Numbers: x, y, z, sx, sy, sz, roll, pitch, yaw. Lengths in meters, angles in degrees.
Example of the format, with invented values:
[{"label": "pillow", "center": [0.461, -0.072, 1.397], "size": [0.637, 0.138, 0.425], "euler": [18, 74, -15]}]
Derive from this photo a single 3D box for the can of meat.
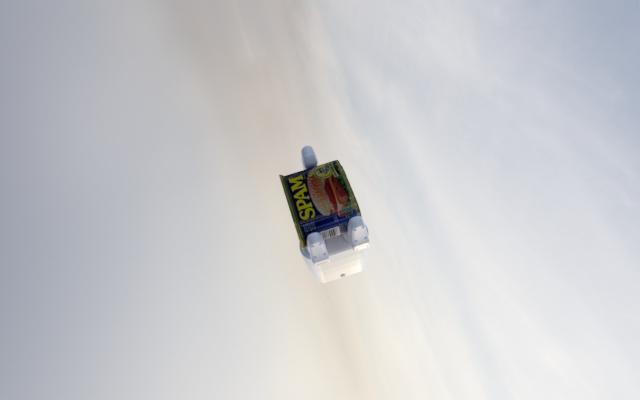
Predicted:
[{"label": "can of meat", "center": [0.000, 0.002, 0.625], "size": [0.084, 0.102, 0.057], "euler": [-18, -33, -3]}]
